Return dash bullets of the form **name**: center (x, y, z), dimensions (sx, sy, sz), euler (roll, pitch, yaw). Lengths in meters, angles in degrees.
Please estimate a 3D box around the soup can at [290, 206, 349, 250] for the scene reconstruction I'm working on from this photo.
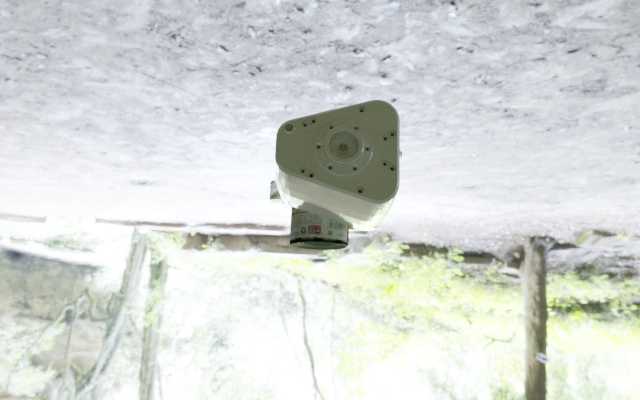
- **soup can**: center (0.000, 0.002, 0.547), dimensions (0.068, 0.102, 0.068), euler (2, -13, 0)
